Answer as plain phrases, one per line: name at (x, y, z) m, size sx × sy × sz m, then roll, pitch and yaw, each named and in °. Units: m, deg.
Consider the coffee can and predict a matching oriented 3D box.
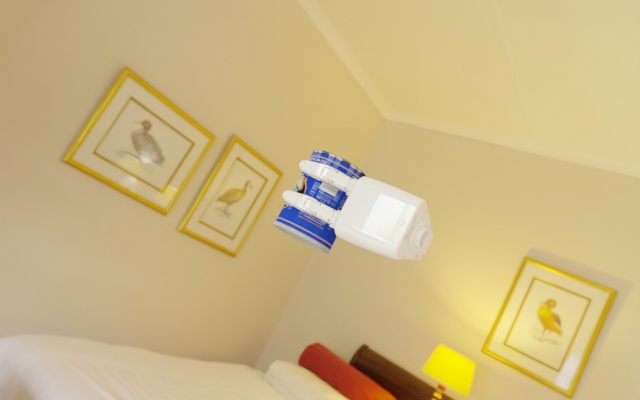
coffee can at (0.000, 0.003, 0.784) m, size 0.103 × 0.140 × 0.103 m, roll 27°, pitch -8°, yaw 4°
